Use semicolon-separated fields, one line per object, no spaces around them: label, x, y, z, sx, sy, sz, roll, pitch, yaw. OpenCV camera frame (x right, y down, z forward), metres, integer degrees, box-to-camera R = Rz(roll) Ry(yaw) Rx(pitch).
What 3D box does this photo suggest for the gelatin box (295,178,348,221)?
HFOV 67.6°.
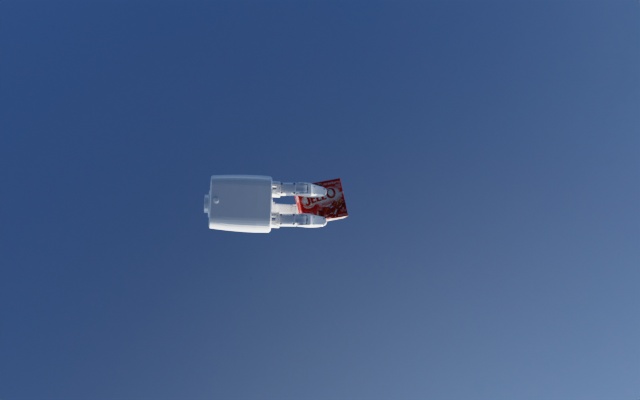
gelatin box;0.000;0.003;0.884;0.089;0.073;0.030;-10;-6;-18
